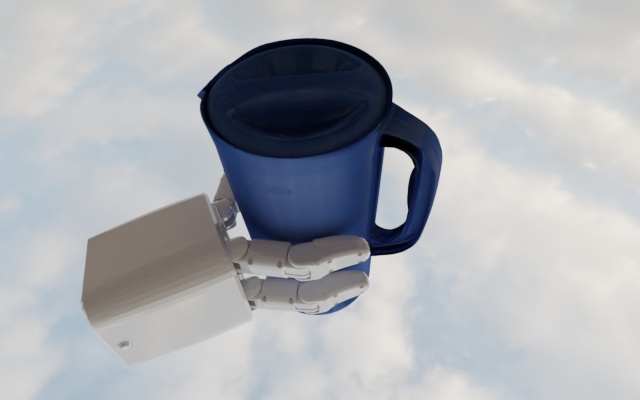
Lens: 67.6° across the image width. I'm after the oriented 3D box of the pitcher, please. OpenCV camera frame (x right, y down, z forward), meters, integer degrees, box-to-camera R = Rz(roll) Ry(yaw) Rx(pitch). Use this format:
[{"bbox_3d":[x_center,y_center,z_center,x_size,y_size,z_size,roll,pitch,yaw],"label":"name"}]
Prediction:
[{"bbox_3d":[0.000,0.001,0.410,0.145,0.149,0.243,-20,-39,-11],"label":"pitcher"}]
